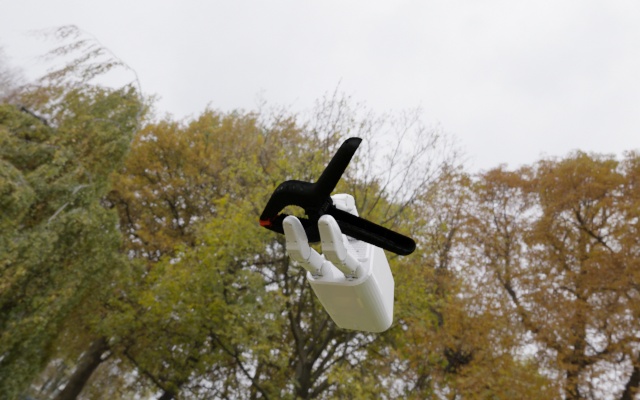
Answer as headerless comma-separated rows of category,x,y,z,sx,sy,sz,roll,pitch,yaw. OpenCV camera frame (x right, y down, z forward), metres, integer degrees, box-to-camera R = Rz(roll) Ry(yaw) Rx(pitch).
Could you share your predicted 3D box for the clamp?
clamp,0.000,0.002,0.595,0.210,0.165,0.036,-3,35,34
